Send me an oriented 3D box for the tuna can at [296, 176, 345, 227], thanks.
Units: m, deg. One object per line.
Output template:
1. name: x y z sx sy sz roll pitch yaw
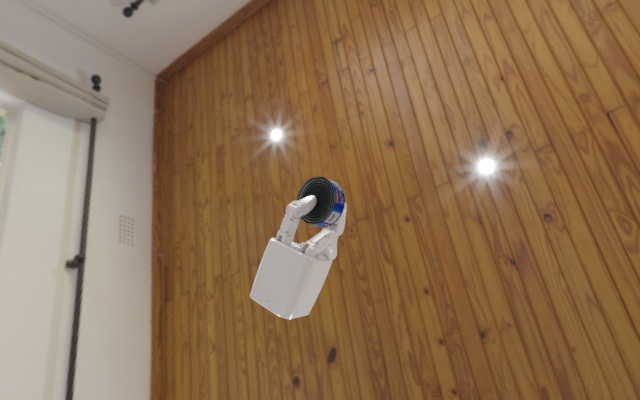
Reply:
1. tuna can: 0.001 0.003 0.834 0.086 0.086 0.034 0 -12 39
